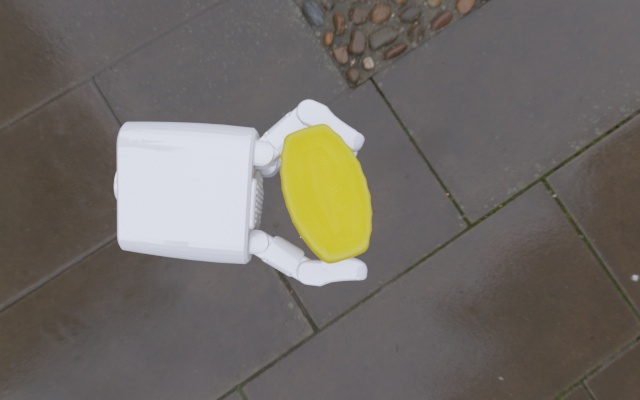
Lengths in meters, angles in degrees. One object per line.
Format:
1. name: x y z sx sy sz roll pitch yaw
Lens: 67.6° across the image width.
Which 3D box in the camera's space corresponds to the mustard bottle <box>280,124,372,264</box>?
1. mustard bottle: 0.000 0.001 0.414 0.058 0.096 0.191 -20 -3 -4
